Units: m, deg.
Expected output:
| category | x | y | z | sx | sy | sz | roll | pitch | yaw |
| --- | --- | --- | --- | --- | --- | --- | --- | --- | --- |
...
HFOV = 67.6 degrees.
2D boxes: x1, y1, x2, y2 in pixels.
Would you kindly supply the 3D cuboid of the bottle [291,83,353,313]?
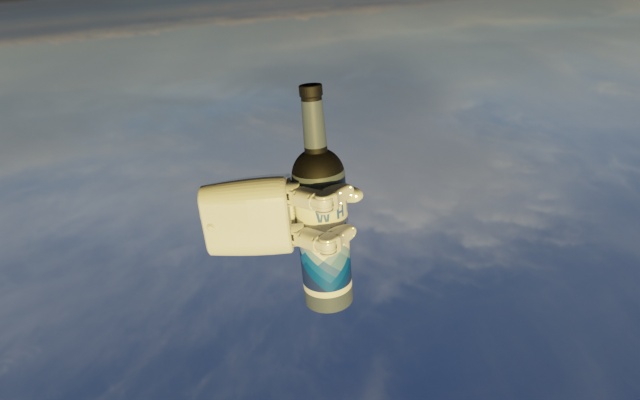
| category | x | y | z | sx | sy | sz | roll | pitch | yaw |
| --- | --- | --- | --- | --- | --- | --- | --- | --- | --- |
| bottle | 0.000 | 0.002 | 0.605 | 0.069 | 0.296 | 0.069 | -4 | 23 | 2 |
